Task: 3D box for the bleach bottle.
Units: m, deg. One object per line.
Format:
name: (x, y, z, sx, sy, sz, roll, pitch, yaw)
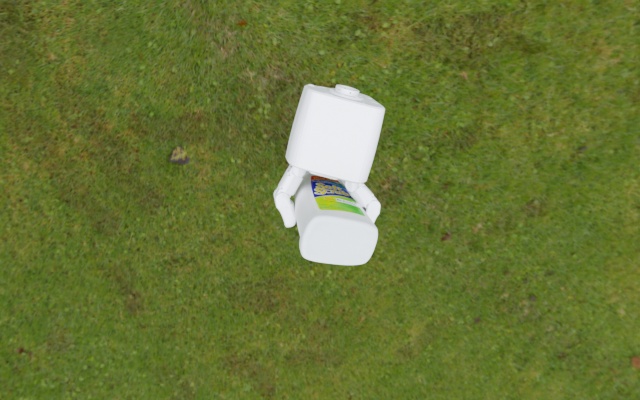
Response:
bleach bottle: (0.000, 0.002, 0.705, 0.102, 0.068, 0.250, 10, 21, -17)
